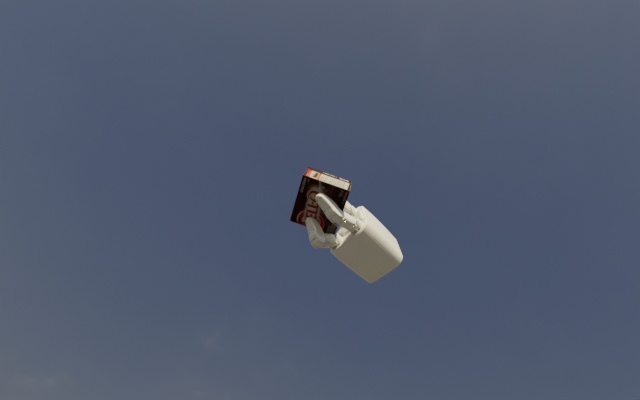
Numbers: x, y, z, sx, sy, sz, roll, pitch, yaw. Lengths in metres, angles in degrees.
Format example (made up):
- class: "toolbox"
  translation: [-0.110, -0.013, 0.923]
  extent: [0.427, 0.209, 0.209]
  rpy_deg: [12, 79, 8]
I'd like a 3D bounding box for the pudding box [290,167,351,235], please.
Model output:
- class: "pudding box"
  translation: [0.000, 0.003, 0.887]
  extent: [0.090, 0.114, 0.039]
  rpy_deg: [19, 34, 2]
